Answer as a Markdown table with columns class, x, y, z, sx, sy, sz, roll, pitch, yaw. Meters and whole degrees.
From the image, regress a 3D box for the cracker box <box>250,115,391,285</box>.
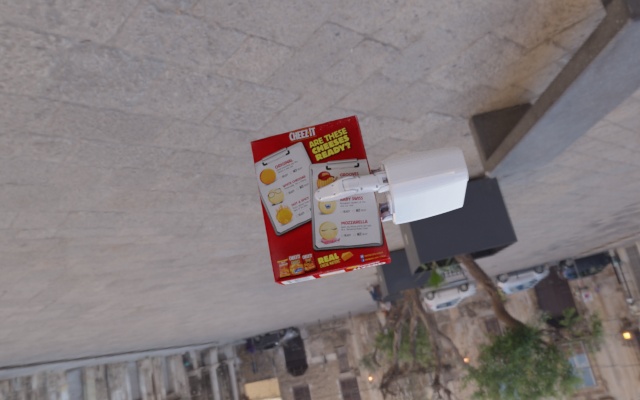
| class | x | y | z | sx | sy | sz | roll | pitch | yaw |
| --- | --- | --- | --- | --- | --- | --- | --- | --- | --- |
| cracker box | 0.000 | 0.002 | 0.699 | 0.164 | 0.213 | 0.072 | -13 | -15 | 5 |
